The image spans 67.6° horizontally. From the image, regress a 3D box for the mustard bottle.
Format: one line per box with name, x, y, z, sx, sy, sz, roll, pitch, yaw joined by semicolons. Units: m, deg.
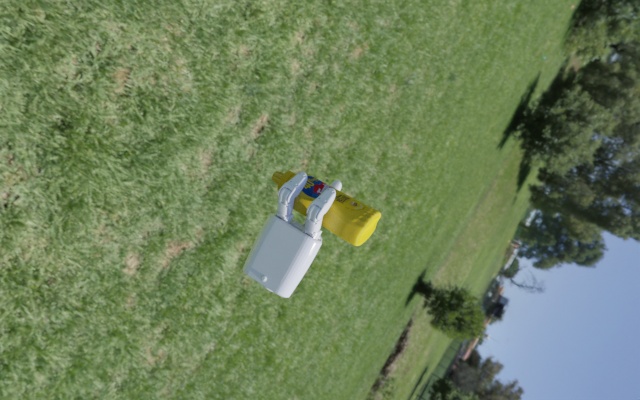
mustard bottle;0.000;0.002;0.795;0.191;0.058;0.096;29;26;17
